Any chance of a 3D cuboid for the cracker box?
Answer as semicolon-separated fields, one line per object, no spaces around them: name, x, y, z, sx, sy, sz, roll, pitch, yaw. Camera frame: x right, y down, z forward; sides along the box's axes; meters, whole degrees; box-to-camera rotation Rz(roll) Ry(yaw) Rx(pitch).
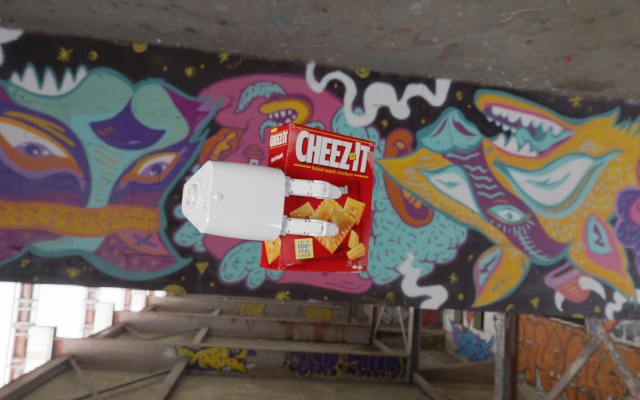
cracker box;0.000;0.003;0.737;0.164;0.213;0.072;8;-6;-33
